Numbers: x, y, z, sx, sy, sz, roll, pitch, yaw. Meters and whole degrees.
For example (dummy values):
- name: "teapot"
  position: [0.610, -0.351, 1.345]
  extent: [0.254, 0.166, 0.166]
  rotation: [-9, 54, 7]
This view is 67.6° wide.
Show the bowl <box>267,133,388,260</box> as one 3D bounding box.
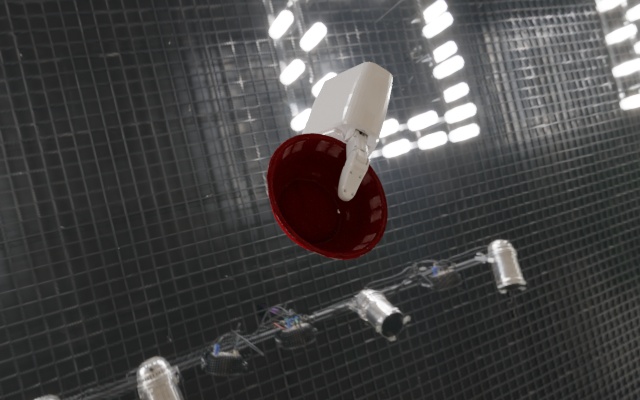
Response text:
- name: "bowl"
  position: [-0.001, 0.003, 0.573]
  extent: [0.162, 0.162, 0.055]
  rotation: [0, -24, -33]
